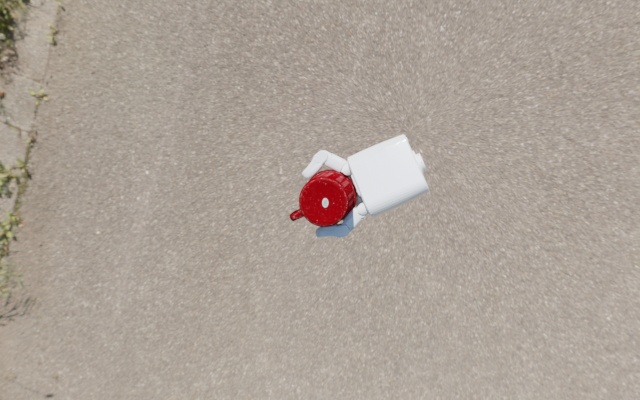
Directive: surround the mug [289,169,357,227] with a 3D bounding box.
[{"bbox_3d":[-0.001,0.003,0.792,0.117,0.093,0.081,-25,3,12],"label":"mug"}]
